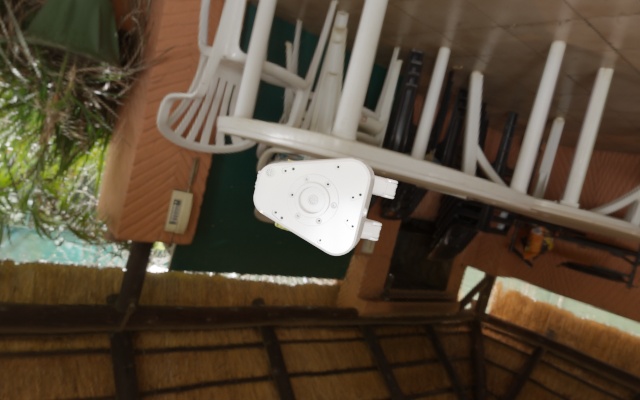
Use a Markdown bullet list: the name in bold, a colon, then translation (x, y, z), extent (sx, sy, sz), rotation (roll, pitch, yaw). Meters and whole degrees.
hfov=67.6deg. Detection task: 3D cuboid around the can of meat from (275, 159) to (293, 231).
- **can of meat**: translation (0.000, 0.002, 0.596), extent (0.102, 0.084, 0.057), rotation (14, 3, 4)
